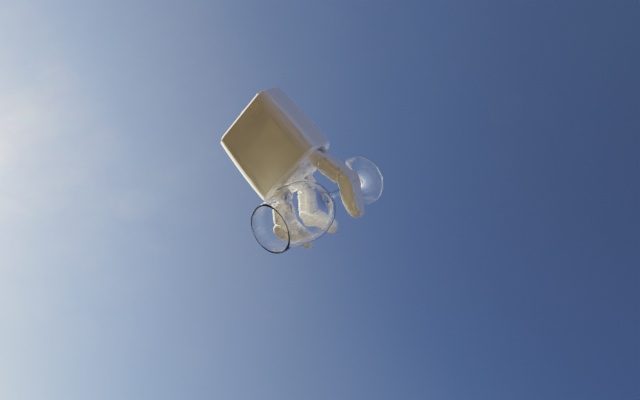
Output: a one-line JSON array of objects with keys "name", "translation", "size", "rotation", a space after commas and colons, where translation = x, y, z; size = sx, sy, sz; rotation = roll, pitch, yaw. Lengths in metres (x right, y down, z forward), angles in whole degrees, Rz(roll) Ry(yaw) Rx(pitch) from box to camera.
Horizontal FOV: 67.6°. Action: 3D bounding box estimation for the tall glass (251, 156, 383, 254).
[{"name": "tall glass", "translation": [0.001, 0.002, 0.628], "size": [0.079, 0.079, 0.201], "rotation": [0, 19, 39]}]
